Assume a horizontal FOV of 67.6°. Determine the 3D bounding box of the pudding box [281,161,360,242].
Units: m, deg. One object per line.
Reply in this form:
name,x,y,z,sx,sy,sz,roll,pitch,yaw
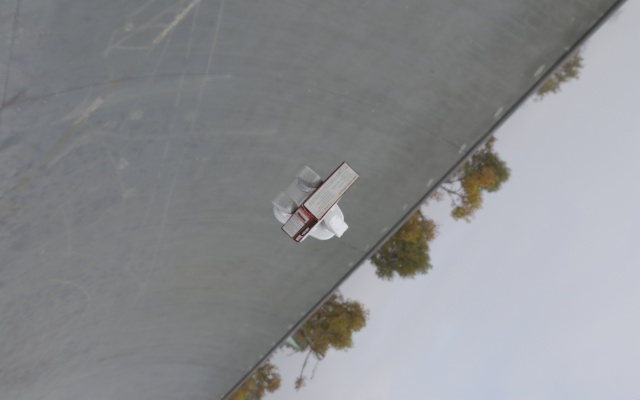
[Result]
pudding box,0.000,0.002,0.715,0.113,0.039,0.090,-49,0,-35
